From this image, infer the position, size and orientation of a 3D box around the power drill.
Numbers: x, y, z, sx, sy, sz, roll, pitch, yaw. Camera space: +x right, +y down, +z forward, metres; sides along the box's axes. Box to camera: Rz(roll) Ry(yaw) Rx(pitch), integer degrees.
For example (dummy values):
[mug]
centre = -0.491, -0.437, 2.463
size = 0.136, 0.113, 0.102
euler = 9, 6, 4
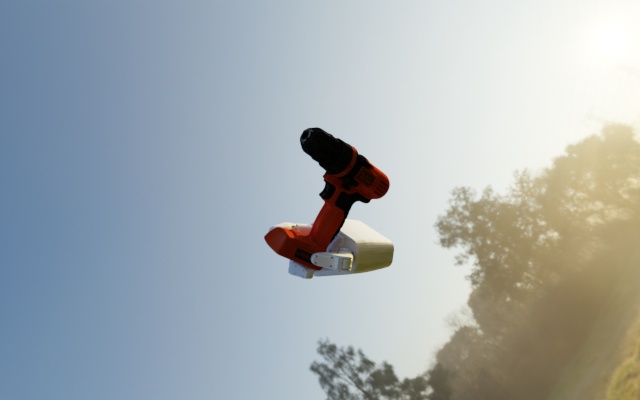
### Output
[power drill]
centre = 0.000, 0.003, 0.702
size = 0.184, 0.187, 0.057
euler = 30, 9, -40
